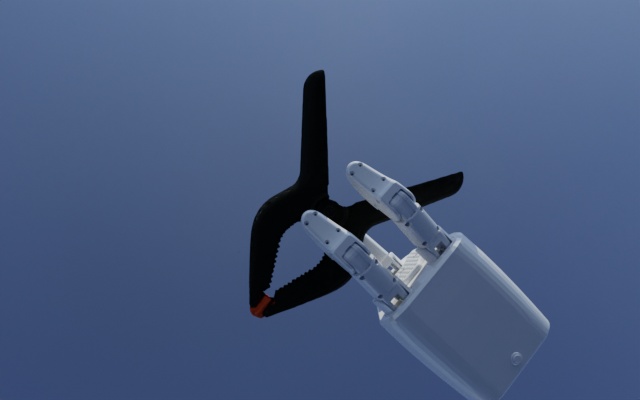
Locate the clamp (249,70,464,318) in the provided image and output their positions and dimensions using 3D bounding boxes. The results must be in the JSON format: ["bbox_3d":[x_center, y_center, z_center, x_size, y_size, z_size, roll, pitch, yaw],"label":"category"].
[{"bbox_3d":[0.000,0.002,0.405,0.164,0.210,0.036,42,-11,1],"label":"clamp"}]
